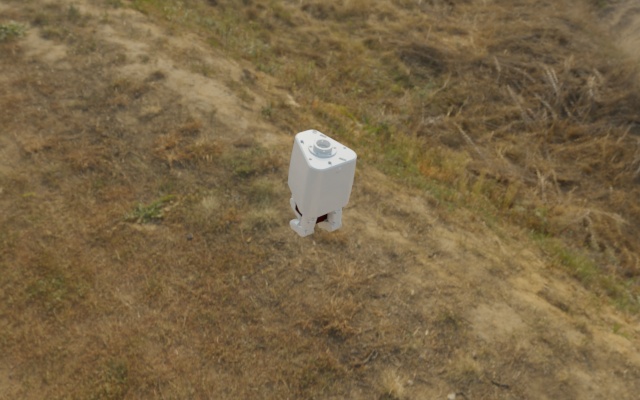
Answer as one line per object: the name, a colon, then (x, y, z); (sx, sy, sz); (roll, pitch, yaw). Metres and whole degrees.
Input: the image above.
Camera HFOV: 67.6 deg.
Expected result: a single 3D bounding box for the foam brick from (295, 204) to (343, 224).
foam brick: (0.000, 0.003, 0.892); (0.078, 0.051, 0.053); (-21, 52, -31)
